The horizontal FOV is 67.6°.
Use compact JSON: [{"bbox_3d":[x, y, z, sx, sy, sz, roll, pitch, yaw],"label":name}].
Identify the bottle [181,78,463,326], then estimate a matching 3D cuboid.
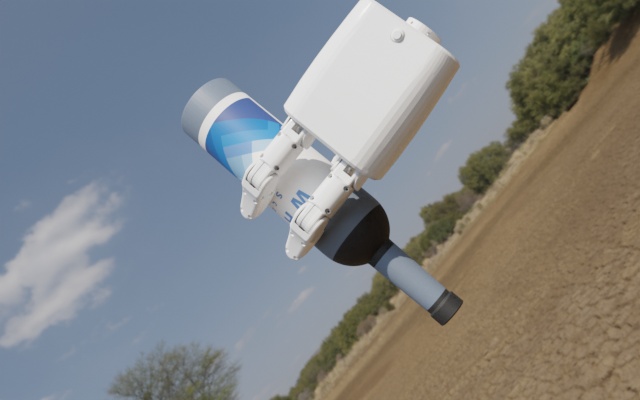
[{"bbox_3d":[0.000,0.001,0.428,0.295,0.069,0.069,40,11,14],"label":"bottle"}]
